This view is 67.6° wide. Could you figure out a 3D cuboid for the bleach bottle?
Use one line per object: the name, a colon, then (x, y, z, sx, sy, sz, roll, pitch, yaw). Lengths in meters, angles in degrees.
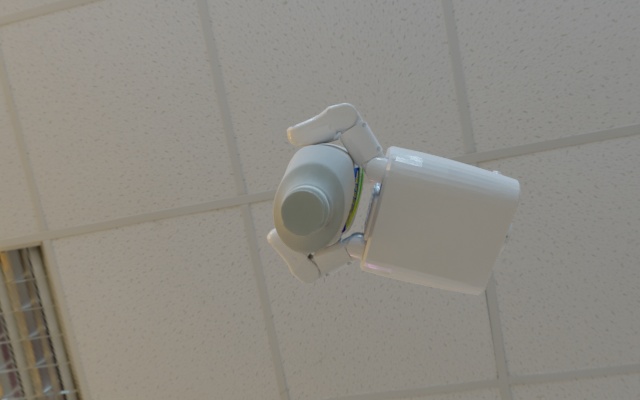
bleach bottle: (0.000, 0.001, 0.420, 0.068, 0.102, 0.251, 14, 8, 4)
